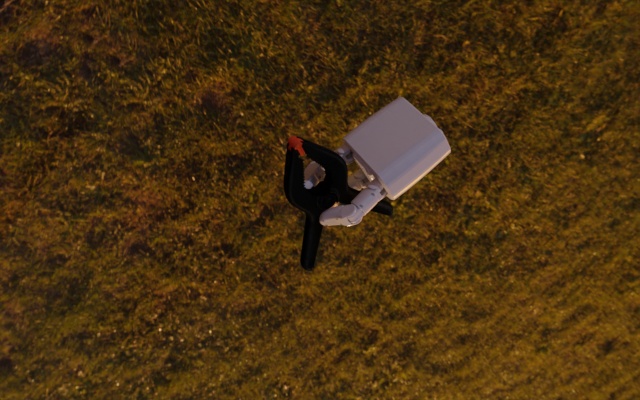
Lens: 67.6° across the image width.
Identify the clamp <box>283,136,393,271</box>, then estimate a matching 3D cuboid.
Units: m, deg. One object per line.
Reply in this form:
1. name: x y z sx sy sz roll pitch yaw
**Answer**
1. clamp: 0.000 0.002 0.672 0.210 0.164 0.036 52 -3 -38
